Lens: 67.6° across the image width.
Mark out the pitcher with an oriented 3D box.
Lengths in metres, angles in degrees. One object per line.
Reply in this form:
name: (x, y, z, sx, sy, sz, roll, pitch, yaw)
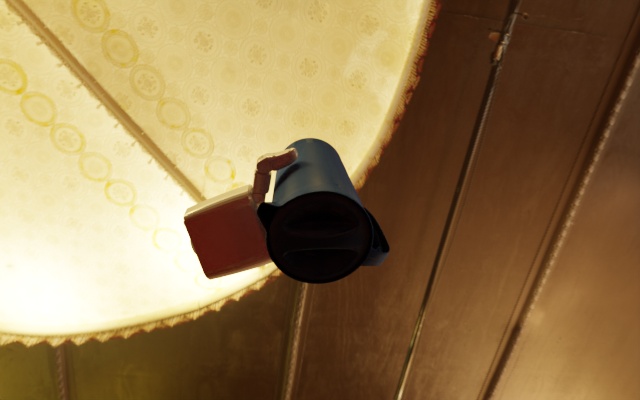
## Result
pitcher: (0.000, 0.002, 0.690, 0.145, 0.149, 0.242, -19, 27, 5)
